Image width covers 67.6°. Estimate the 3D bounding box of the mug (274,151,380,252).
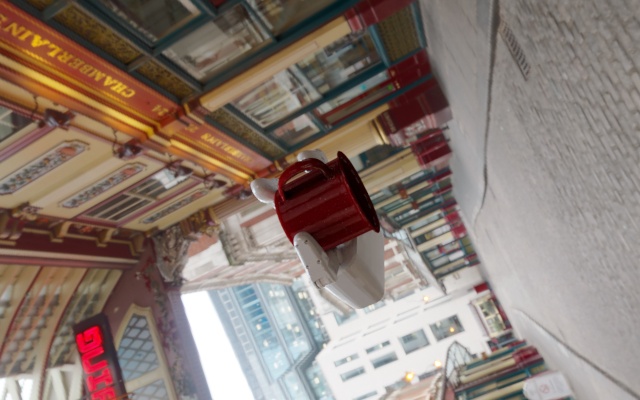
[{"bbox_3d":[-0.001,0.001,0.487,0.081,0.093,0.117,-26,-41,13],"label":"mug"}]
